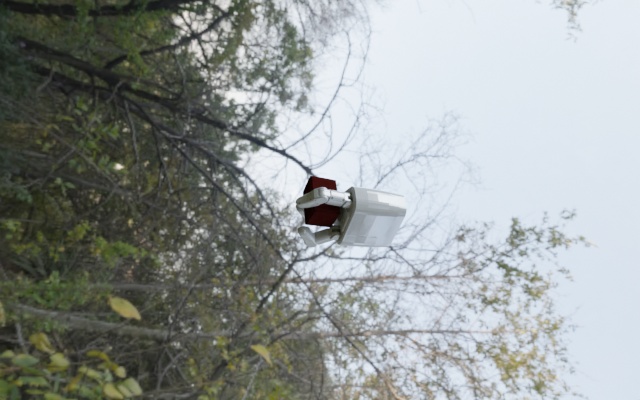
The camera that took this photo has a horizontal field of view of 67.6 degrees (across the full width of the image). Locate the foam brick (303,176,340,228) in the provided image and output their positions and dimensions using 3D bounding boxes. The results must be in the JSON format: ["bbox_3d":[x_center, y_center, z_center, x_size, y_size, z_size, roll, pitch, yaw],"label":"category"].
[{"bbox_3d":[0.000,0.003,0.882,0.051,0.078,0.053,6,-35,-18],"label":"foam brick"}]
